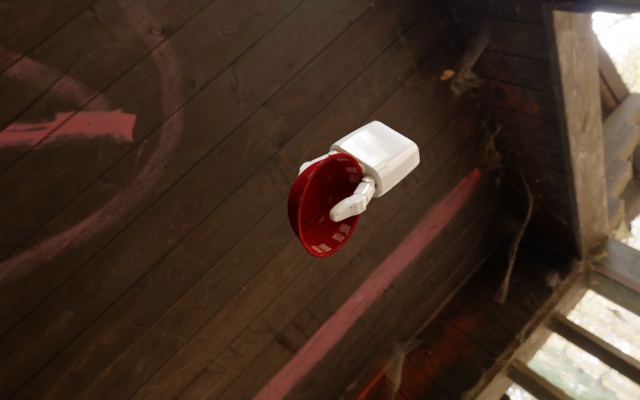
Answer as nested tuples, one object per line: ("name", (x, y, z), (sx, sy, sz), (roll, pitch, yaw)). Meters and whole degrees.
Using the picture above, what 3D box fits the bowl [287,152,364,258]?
("bowl", (-0.001, 0.003, 0.726), (0.055, 0.162, 0.162), (17, 10, 36))
